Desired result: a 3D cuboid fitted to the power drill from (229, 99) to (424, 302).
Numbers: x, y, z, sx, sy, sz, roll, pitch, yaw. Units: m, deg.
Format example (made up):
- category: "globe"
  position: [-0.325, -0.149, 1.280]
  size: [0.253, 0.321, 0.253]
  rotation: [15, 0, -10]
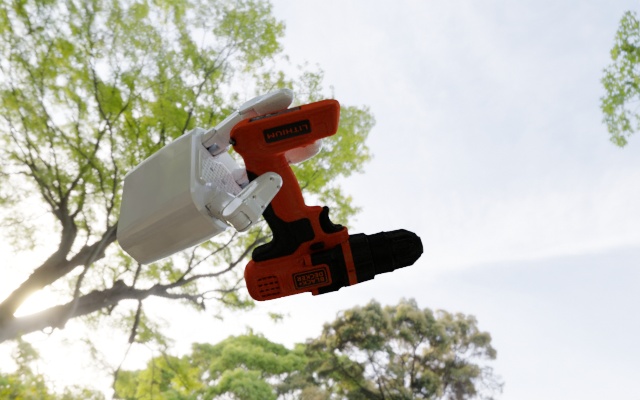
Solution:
- category: "power drill"
  position: [0.000, 0.001, 0.466]
  size: [0.184, 0.188, 0.057]
  rotation: [-13, 16, -2]
